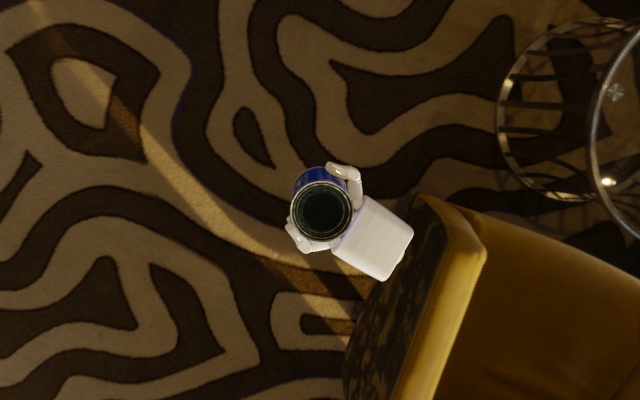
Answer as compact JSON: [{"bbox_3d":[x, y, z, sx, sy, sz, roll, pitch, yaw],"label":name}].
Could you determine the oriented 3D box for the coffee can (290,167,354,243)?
[{"bbox_3d":[0.000,0.003,0.825,0.103,0.103,0.140,0,13,-2],"label":"coffee can"}]
